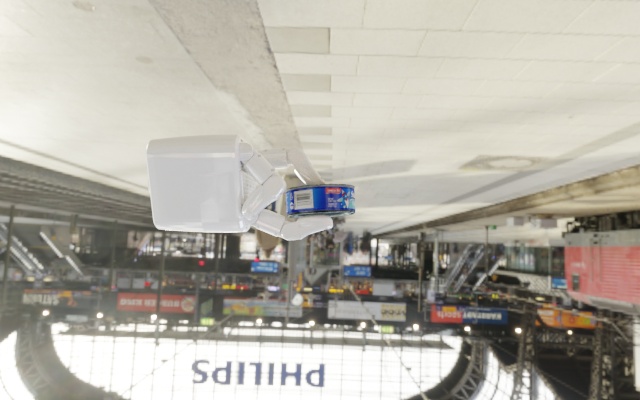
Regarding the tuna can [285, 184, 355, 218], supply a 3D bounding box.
[{"bbox_3d":[0.000,0.002,0.585,0.086,0.033,0.086,-3,-6,0],"label":"tuna can"}]
